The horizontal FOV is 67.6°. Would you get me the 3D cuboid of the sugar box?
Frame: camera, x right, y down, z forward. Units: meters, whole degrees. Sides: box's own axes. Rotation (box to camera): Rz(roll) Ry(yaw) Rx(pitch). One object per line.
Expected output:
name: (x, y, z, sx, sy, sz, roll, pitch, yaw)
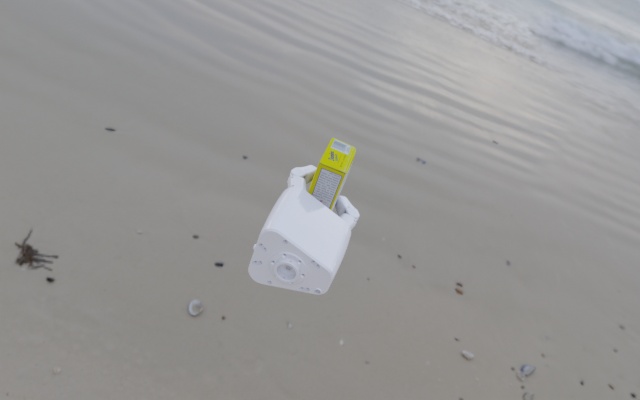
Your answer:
sugar box: (0.000, 0.002, 0.728, 0.048, 0.176, 0.093, 24, 32, 1)
